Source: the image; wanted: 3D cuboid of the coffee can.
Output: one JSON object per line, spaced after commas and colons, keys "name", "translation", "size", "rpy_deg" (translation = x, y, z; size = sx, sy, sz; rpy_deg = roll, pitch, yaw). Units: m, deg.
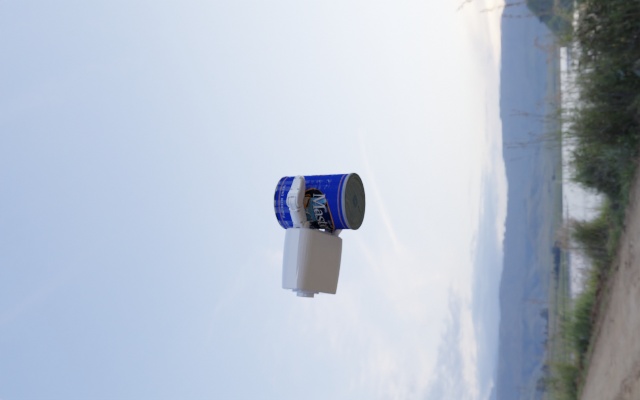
{"name": "coffee can", "translation": [0.000, 0.003, 0.874], "size": [0.140, 0.103, 0.103], "rpy_deg": [-1, -1, 25]}
